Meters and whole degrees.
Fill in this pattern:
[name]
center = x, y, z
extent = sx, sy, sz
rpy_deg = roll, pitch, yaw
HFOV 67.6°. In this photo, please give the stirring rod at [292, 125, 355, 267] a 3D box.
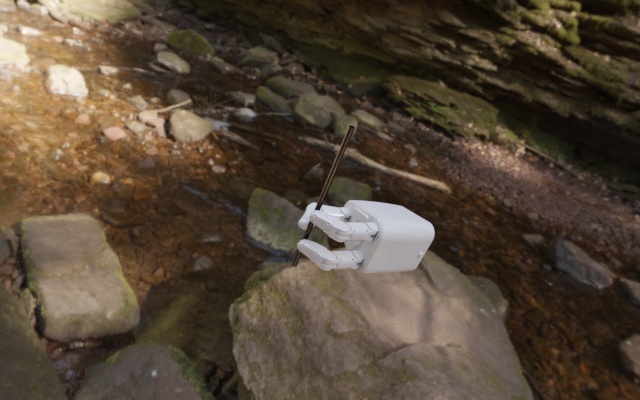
[stirring rod]
center = 0.000, 0.002, 0.670
extent = 0.011, 0.240, 0.011
rpy_deg = 17, 30, -10
